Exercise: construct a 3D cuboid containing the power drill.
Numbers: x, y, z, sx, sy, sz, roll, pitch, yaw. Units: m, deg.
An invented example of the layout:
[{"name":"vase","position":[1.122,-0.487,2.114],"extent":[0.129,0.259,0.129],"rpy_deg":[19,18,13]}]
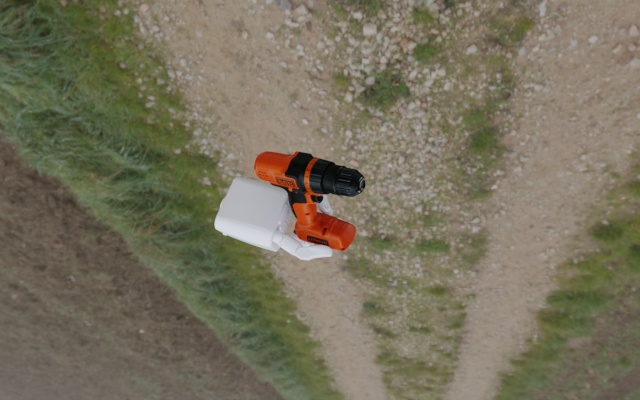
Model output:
[{"name":"power drill","position":[0.000,0.003,0.756],"extent":[0.184,0.057,0.188],"rpy_deg":[15,-34,30]}]
